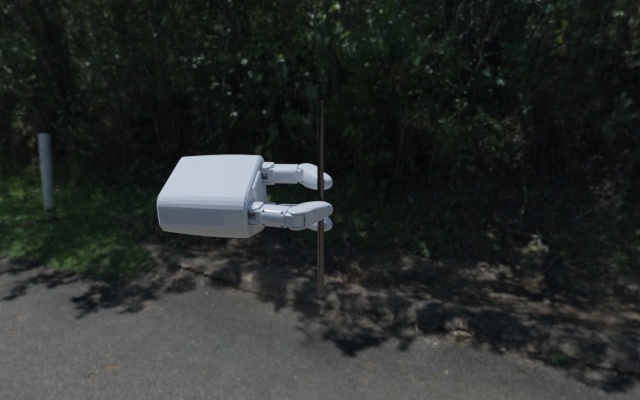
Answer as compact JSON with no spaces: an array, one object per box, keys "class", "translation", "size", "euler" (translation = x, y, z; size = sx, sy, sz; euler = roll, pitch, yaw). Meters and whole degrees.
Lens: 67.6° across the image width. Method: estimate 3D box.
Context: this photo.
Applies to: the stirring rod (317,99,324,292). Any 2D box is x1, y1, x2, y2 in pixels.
[{"class":"stirring rod","translation":[0.000,0.002,0.566],"size":[0.011,0.240,0.011],"euler":[0,21,0]}]
